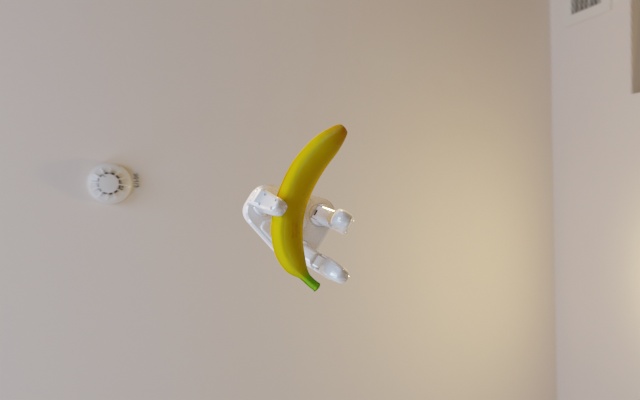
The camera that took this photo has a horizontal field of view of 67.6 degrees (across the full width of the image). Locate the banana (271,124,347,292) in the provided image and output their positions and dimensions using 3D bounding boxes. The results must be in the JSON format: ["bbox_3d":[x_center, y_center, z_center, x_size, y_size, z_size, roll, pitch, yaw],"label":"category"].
[{"bbox_3d":[-0.019,0.002,0.561,0.069,0.198,0.037,11,-5,-6],"label":"banana"}]
